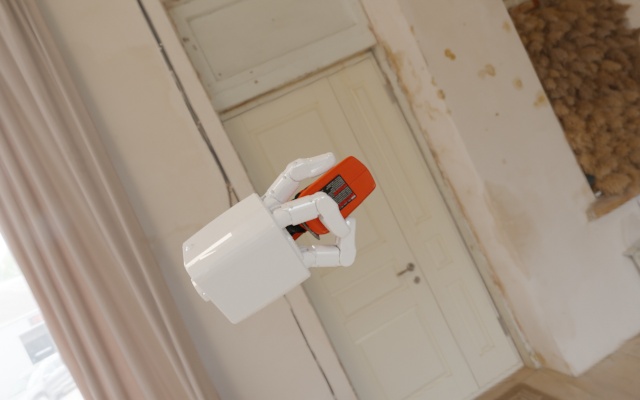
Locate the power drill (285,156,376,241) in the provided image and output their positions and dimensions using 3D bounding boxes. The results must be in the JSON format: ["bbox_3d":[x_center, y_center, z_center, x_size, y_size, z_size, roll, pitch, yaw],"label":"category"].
[{"bbox_3d":[0.000,0.002,0.648,0.184,0.057,0.188,-43,4,-23],"label":"power drill"}]
